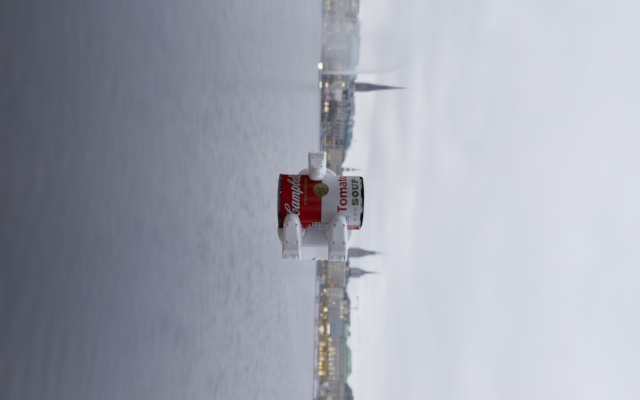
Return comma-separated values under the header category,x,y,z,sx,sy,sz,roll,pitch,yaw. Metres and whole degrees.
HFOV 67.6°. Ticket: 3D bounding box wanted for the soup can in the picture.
category,x,y,z,sx,sy,sz,roll,pitch,yaw
soup can,0.000,0.002,0.586,0.102,0.068,0.068,1,0,0
